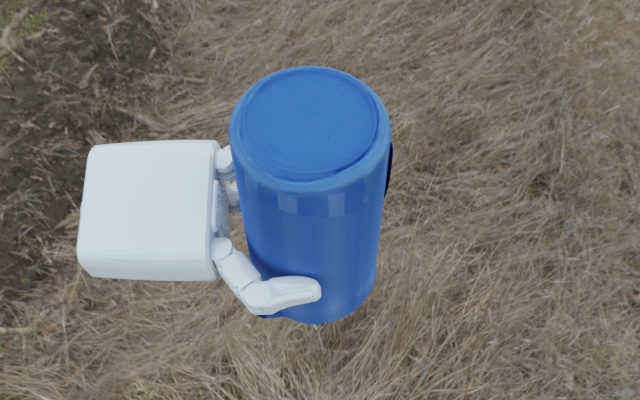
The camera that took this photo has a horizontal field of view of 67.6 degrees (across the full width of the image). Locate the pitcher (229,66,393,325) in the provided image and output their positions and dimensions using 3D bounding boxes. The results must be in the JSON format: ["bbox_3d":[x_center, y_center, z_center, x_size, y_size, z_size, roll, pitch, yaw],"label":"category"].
[{"bbox_3d":[0.000,0.001,0.415,0.145,0.149,0.243,0,-31,0],"label":"pitcher"}]
